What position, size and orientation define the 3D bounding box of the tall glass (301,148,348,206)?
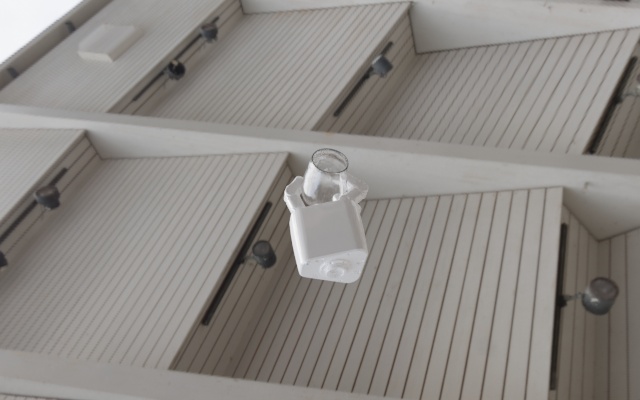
[{"bbox_3d":[0.000,0.003,0.850,0.079,0.079,0.201,0,-44,-12],"label":"tall glass"}]
